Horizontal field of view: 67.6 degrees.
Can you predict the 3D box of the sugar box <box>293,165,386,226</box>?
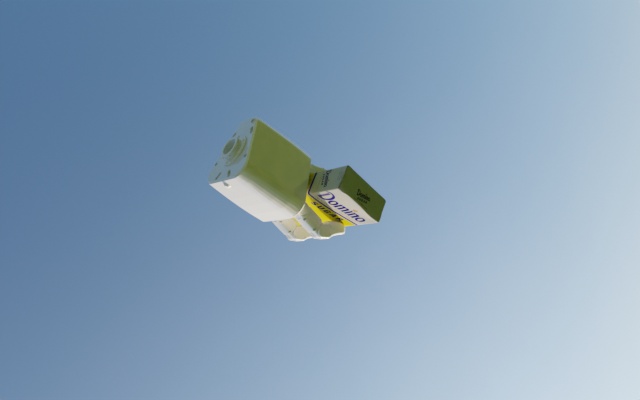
[{"bbox_3d":[0.000,0.003,0.720,0.176,0.048,0.093,-8,-38,47],"label":"sugar box"}]
